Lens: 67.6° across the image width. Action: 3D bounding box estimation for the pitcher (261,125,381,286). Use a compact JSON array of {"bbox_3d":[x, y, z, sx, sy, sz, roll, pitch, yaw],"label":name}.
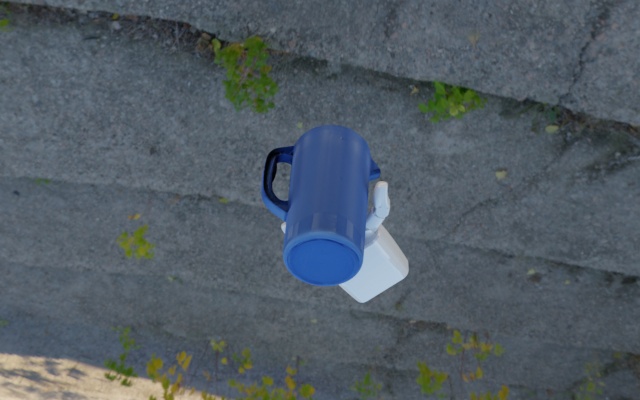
[{"bbox_3d":[0.000,0.002,0.716,0.149,0.145,0.242,-24,34,24],"label":"pitcher"}]
